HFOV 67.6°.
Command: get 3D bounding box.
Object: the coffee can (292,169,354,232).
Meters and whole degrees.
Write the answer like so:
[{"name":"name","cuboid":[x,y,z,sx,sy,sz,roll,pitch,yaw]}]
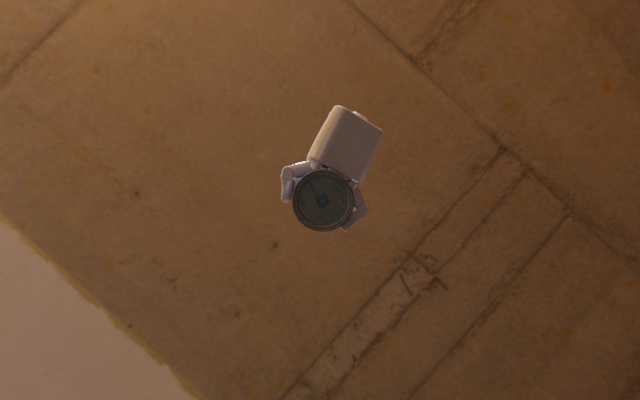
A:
[{"name":"coffee can","cuboid":[0.000,0.003,0.852,0.103,0.103,0.140,0,-2,-3]}]
